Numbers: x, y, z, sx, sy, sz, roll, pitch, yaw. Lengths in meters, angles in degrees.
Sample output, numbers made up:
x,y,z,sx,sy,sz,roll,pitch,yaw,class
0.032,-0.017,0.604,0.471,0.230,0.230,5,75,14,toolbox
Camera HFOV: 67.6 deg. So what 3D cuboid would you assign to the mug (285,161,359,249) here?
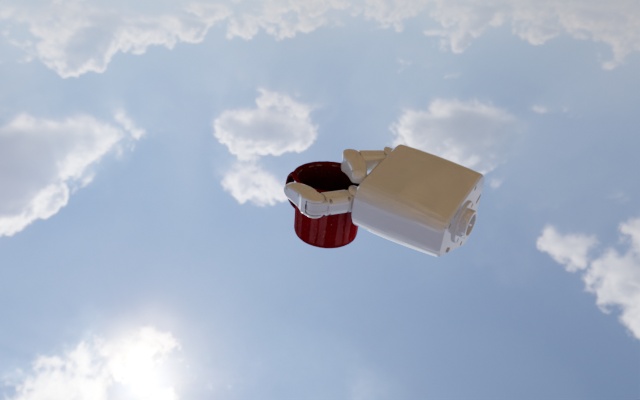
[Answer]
x,y,z,sx,sy,sz,roll,pitch,yaw,class
-0.001,0.002,0.600,0.117,0.081,0.093,23,32,31,mug
